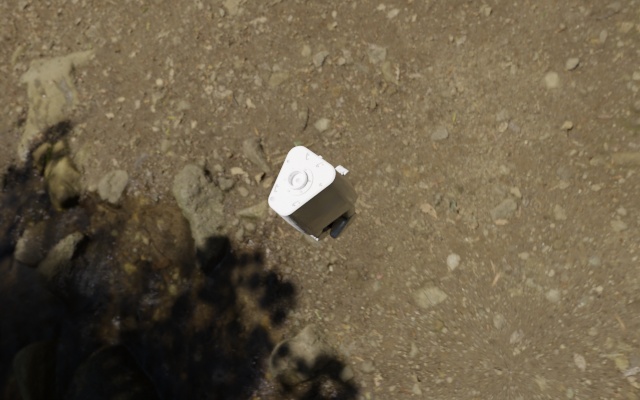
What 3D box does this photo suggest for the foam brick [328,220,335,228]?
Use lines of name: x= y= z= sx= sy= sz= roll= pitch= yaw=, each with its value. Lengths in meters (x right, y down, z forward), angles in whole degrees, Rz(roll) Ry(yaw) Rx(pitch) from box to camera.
foam brick: x=0.000 y=0.003 z=0.845 sx=0.078 sy=0.053 sz=0.051 roll=36 pitch=-3 yaw=28
